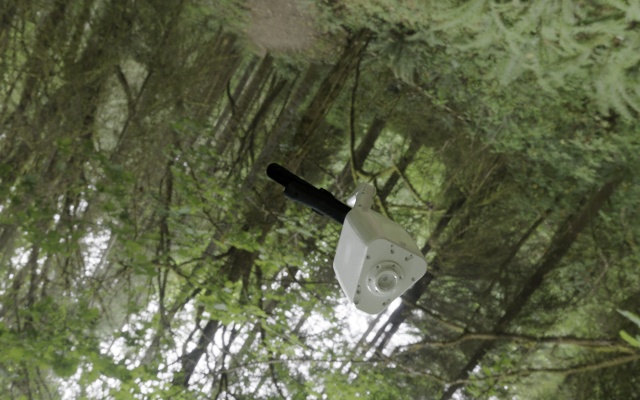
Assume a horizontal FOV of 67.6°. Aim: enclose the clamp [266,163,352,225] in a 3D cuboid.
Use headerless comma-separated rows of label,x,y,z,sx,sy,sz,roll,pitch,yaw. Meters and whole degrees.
clamp,0.000,0.003,0.705,0.171,0.039,0.120,28,13,-17
